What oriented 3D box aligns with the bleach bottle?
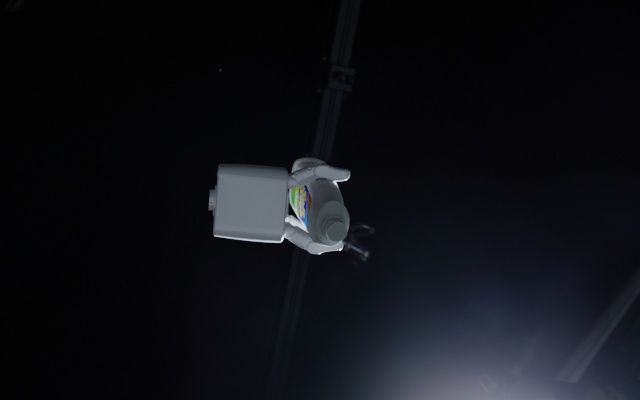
[{"bbox_3d":[0.000,0.003,0.766,0.068,0.102,0.250,6,14,-13],"label":"bleach bottle"}]
